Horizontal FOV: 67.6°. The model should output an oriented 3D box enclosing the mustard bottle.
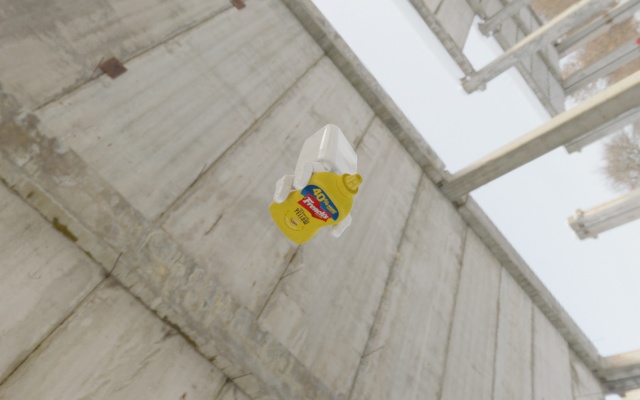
[{"bbox_3d":[0.000,0.003,0.845,0.192,0.096,0.058,-32,9,37],"label":"mustard bottle"}]
